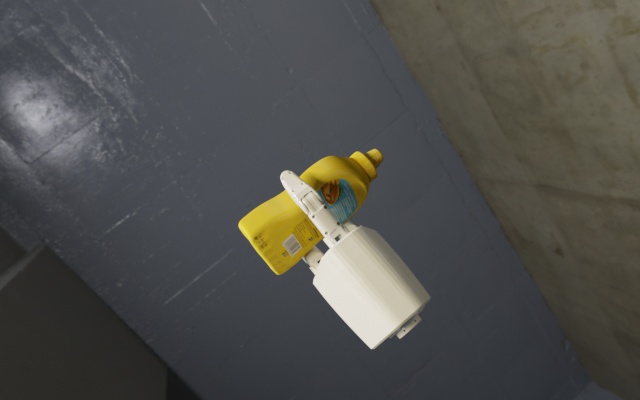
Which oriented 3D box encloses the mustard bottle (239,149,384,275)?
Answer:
[{"bbox_3d":[0.000,0.002,0.578,0.058,0.191,0.096,44,-11,41],"label":"mustard bottle"}]
